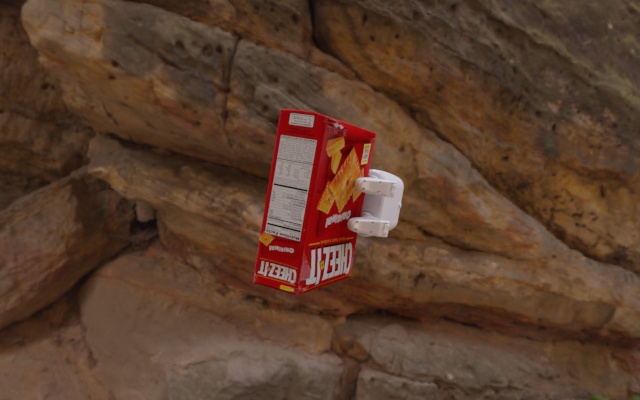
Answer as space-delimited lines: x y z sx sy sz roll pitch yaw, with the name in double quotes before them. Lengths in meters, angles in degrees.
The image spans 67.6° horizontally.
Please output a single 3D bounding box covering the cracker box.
"cracker box" 0.000 0.002 0.623 0.072 0.214 0.164 11 5 26
